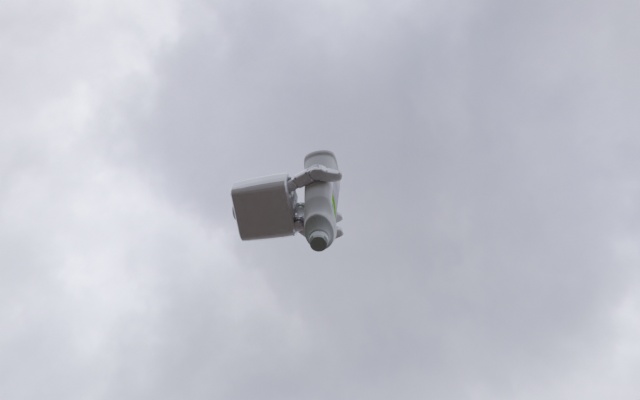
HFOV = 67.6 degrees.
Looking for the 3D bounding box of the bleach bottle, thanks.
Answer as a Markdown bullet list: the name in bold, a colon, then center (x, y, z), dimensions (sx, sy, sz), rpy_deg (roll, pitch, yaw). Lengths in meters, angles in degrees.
- **bleach bottle**: center (0.000, 0.003, 0.870), dimensions (0.068, 0.103, 0.250), rpy_deg (-9, 28, 7)
